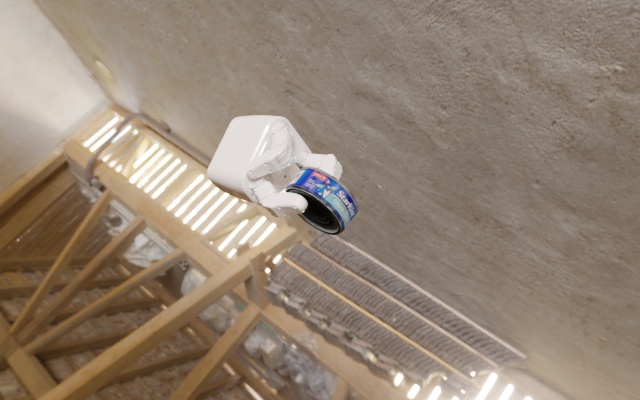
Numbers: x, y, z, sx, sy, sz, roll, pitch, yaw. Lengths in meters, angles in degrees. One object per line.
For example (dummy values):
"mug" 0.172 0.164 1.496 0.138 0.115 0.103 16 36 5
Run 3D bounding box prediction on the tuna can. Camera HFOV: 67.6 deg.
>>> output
"tuna can" 0.000 0.002 0.567 0.086 0.033 0.086 31 -24 16
